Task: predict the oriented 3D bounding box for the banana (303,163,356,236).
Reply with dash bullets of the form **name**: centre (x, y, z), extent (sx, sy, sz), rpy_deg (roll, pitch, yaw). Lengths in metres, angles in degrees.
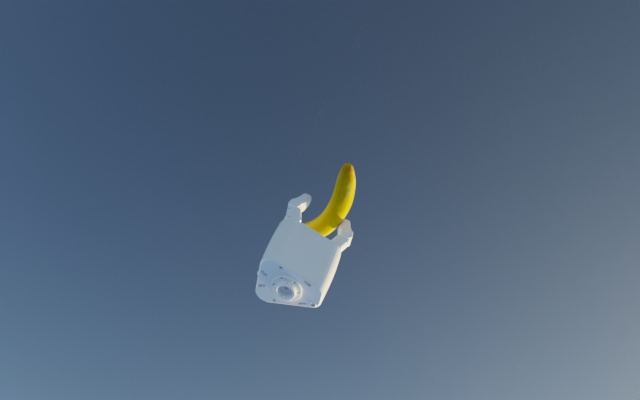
- **banana**: centre (0.012, 0.017, 0.854), extent (0.198, 0.069, 0.037), rpy_deg (-45, 6, 35)
